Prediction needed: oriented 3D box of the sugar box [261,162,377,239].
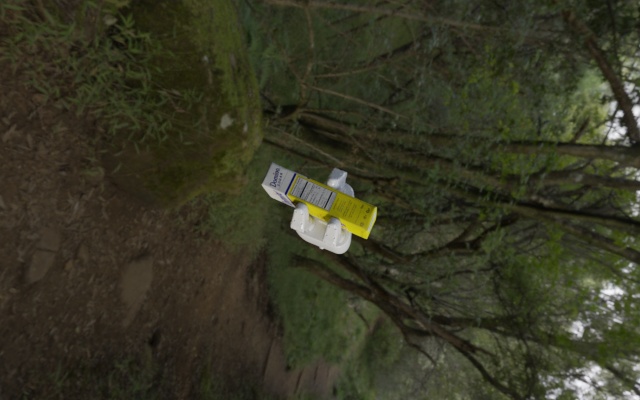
[{"bbox_3d":[0.000,0.003,0.751,0.176,0.048,0.093,21,-10,10],"label":"sugar box"}]
